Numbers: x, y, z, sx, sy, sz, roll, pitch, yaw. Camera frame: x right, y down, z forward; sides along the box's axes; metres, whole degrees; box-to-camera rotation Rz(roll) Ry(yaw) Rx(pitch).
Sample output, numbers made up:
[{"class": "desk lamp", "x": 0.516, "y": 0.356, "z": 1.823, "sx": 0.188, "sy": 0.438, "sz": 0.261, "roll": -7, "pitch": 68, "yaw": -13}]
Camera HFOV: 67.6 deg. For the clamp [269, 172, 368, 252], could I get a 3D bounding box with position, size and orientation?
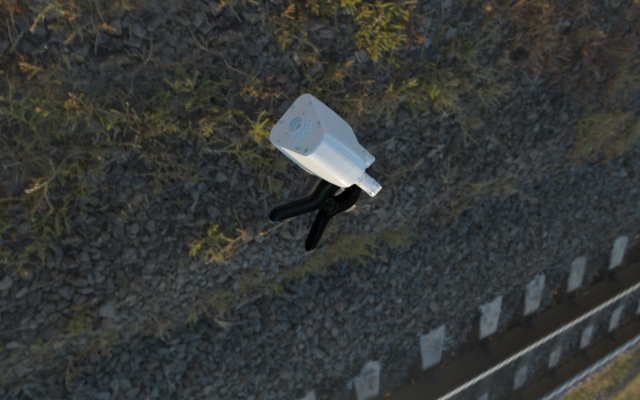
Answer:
[{"class": "clamp", "x": 0.001, "y": 0.003, "z": 0.780, "sx": 0.120, "sy": 0.171, "sz": 0.039, "roll": 32, "pitch": 12, "yaw": -46}]
